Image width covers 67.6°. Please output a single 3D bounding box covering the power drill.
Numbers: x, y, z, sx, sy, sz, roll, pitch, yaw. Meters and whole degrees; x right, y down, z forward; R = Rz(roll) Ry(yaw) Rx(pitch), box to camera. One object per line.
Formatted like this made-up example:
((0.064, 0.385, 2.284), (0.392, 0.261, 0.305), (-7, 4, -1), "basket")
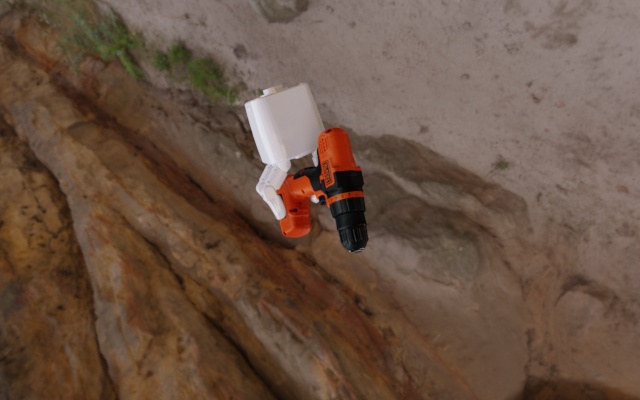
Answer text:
((0.000, 0.002, 0.743), (0.057, 0.184, 0.188), (-1, -15, -34), "power drill")
